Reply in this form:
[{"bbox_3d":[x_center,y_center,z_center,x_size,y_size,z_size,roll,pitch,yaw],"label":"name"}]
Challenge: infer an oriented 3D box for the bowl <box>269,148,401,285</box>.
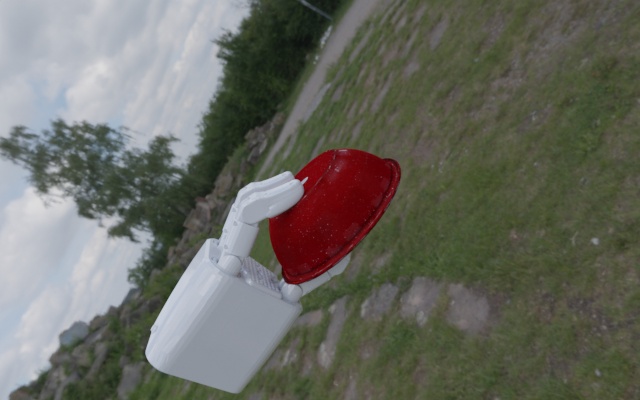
[{"bbox_3d":[0.001,0.000,0.467,0.055,0.162,0.162,44,-15,-16],"label":"bowl"}]
